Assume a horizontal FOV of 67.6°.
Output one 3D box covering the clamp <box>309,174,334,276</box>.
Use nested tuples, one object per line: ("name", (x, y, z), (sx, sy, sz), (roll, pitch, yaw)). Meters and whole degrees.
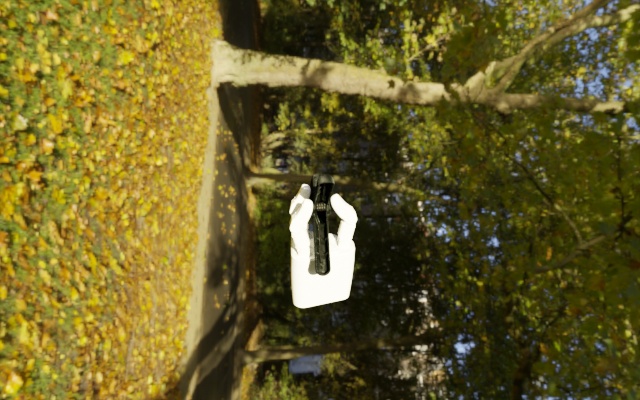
("clamp", (0.001, 0.003, 0.803), (0.036, 0.165, 0.210), (1, 27, -5))
